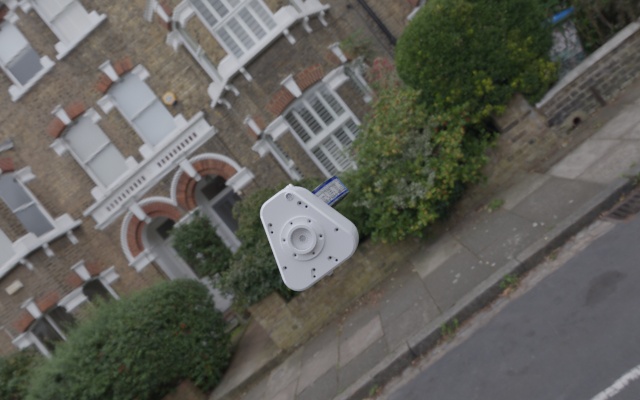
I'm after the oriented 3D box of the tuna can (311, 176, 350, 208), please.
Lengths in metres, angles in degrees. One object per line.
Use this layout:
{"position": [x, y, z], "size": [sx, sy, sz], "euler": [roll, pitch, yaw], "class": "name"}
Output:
{"position": [0.000, 0.002, 0.703], "size": [0.086, 0.034, 0.086], "euler": [-39, -4, -3], "class": "tuna can"}
